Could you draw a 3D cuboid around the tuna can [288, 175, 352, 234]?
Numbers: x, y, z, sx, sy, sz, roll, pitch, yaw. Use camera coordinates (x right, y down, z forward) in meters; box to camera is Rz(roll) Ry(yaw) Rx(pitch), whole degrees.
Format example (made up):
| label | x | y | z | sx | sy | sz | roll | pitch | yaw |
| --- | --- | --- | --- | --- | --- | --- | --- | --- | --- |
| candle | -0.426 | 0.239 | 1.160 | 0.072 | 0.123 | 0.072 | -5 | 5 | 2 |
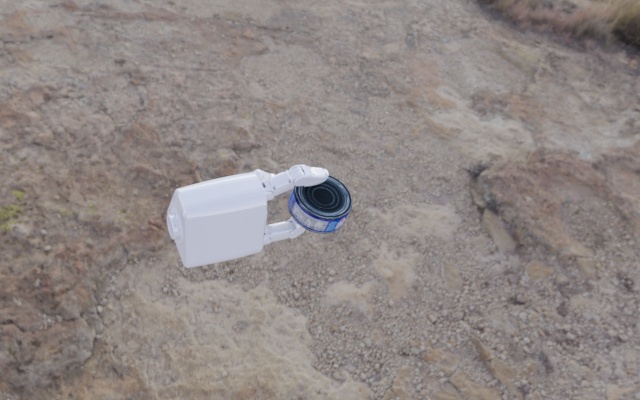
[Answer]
| label | x | y | z | sx | sy | sz | roll | pitch | yaw |
| --- | --- | --- | --- | --- | --- | --- | --- | --- | --- |
| tuna can | 0.000 | 0.002 | 0.664 | 0.086 | 0.086 | 0.034 | 0 | -39 | -23 |
